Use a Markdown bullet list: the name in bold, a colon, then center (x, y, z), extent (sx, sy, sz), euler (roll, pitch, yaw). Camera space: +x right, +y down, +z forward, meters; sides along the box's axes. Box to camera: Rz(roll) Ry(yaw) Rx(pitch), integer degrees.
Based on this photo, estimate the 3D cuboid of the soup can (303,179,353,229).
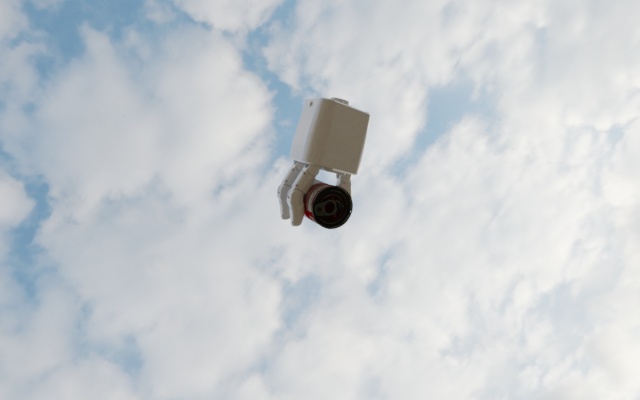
- **soup can**: center (0.000, 0.003, 0.776), extent (0.068, 0.068, 0.102), euler (0, 10, -22)
